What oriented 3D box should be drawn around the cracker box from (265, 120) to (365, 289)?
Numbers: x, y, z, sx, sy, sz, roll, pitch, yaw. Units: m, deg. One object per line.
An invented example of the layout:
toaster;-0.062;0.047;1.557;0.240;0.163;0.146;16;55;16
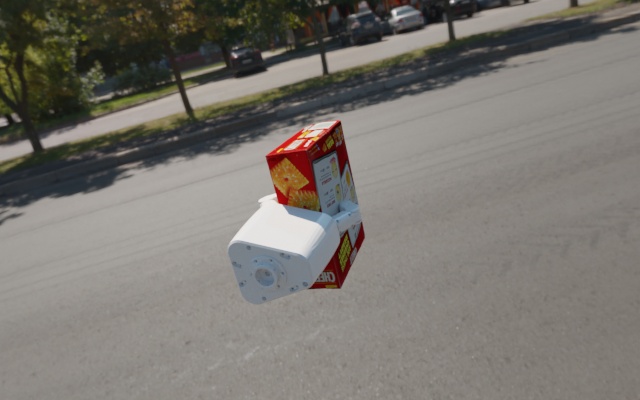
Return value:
cracker box;0.000;0.002;0.732;0.072;0.214;0.164;-5;22;21
